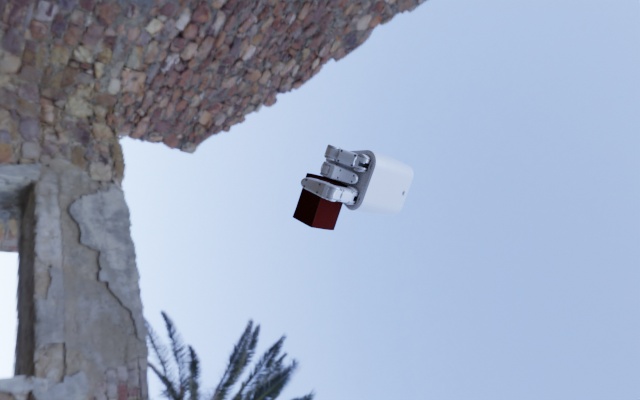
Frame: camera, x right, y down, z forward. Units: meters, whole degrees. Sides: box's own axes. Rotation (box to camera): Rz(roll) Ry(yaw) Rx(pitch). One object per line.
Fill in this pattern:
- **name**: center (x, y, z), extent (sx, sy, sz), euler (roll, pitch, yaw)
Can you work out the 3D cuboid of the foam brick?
- **foam brick**: center (0.000, 0.003, 0.764), extent (0.051, 0.078, 0.053), euler (11, 12, -42)
